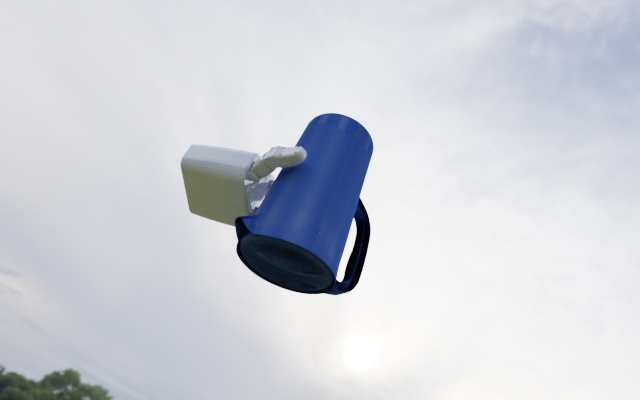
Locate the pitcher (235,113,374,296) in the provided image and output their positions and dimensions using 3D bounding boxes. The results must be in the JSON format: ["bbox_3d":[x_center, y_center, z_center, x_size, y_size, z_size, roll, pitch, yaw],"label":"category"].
[{"bbox_3d":[0.000,0.002,0.661,0.145,0.242,0.149,10,-36,18],"label":"pitcher"}]
